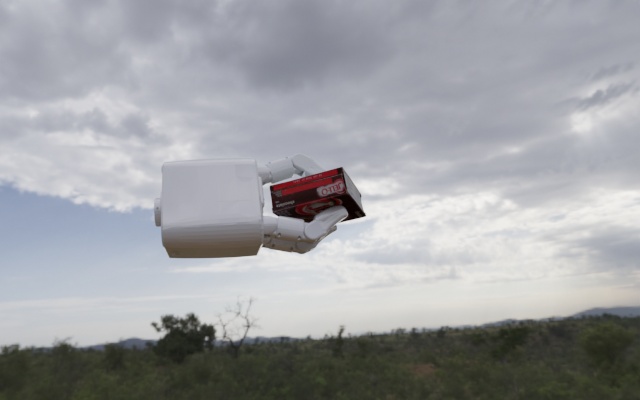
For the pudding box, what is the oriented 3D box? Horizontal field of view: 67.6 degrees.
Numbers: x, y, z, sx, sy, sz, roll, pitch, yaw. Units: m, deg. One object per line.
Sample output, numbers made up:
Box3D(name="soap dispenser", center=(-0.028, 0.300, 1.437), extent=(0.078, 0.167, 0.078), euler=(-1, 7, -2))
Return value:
Box3D(name="pudding box", center=(0.000, 0.002, 0.580), extent=(0.090, 0.039, 0.113), euler=(-13, -16, 13))
